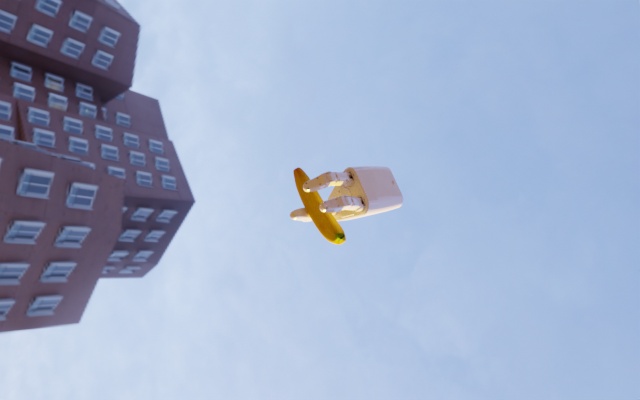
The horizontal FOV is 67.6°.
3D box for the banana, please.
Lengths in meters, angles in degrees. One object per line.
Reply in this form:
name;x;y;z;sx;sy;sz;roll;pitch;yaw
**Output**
banana;0.001;0.018;0.887;0.037;0.070;0.197;-19;49;-21
